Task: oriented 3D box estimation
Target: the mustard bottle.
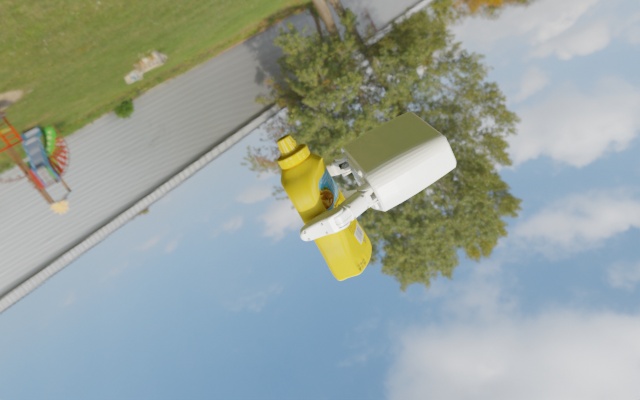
[{"bbox_3d":[0.000,0.002,0.610,0.058,0.192,0.096,-22,21,21],"label":"mustard bottle"}]
